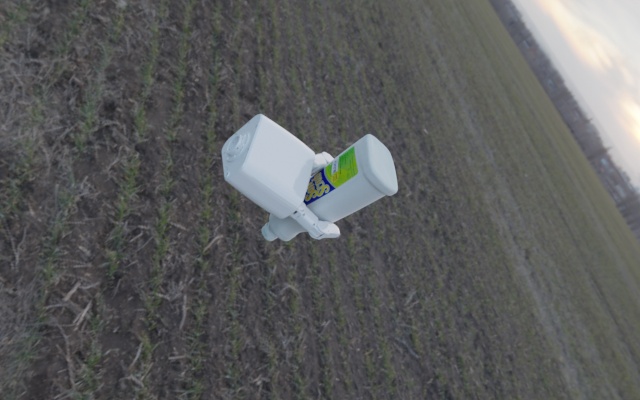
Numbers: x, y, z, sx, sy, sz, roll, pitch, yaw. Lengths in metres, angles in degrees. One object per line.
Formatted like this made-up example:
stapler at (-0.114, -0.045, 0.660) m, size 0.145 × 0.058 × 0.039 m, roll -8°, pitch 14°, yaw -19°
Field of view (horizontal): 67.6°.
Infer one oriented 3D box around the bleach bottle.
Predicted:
bleach bottle at (0.000, 0.002, 0.754) m, size 0.251 × 0.102 × 0.068 m, roll -34°, pitch -53°, yaw 29°
